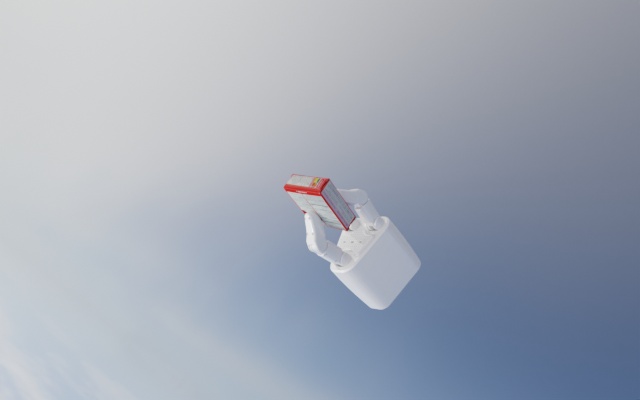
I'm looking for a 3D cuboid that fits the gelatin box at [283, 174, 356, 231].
[{"bbox_3d":[0.000,0.002,0.685,0.073,0.030,0.089,10,-32,43],"label":"gelatin box"}]
